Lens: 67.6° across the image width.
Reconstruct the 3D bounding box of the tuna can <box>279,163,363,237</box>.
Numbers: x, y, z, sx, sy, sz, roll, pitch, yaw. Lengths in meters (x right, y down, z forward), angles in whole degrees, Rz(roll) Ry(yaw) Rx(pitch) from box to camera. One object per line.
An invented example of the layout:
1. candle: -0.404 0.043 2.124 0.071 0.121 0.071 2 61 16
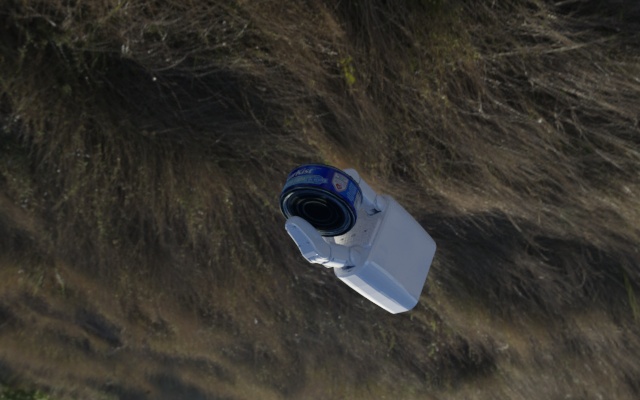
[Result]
1. tuna can: 0.000 0.002 0.510 0.086 0.033 0.086 12 -38 10
